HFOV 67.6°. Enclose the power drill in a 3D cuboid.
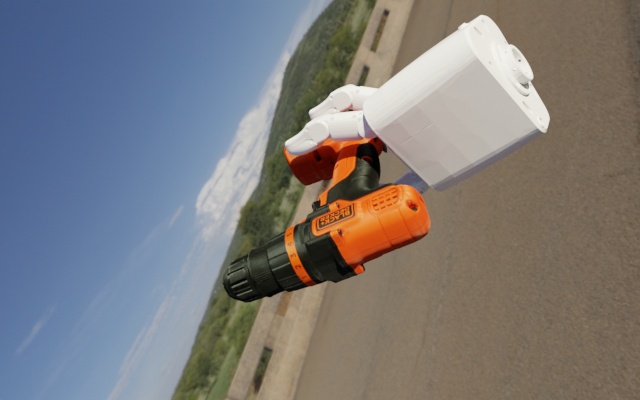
[{"bbox_3d":[0.000,0.001,0.447,0.184,0.057,0.187,-22,34,15],"label":"power drill"}]
